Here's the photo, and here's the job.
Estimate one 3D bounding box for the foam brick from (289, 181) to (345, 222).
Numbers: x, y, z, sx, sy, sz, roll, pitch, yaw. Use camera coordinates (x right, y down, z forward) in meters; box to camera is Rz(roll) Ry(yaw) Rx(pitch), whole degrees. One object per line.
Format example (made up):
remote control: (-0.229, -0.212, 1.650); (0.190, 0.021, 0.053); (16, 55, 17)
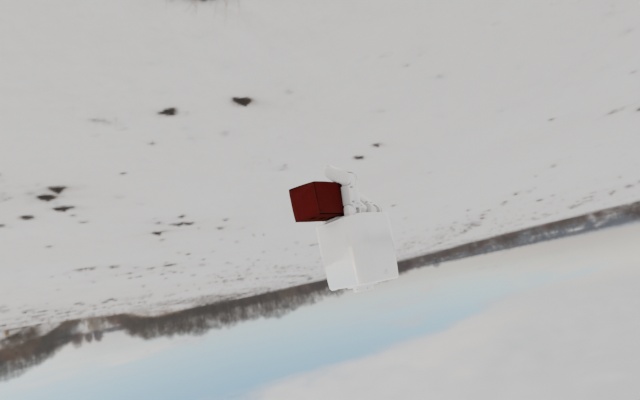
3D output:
foam brick: (0.000, 0.002, 0.726); (0.053, 0.051, 0.078); (-18, -12, 39)
